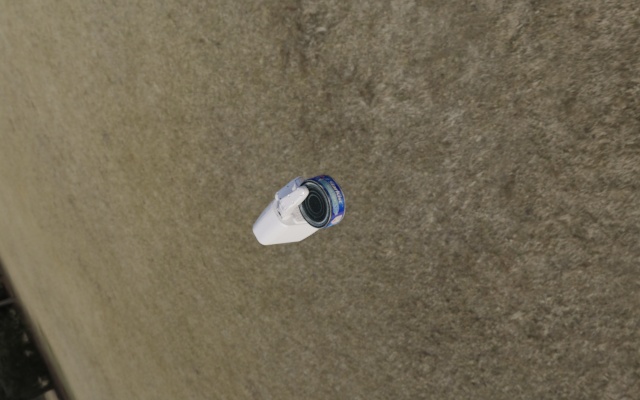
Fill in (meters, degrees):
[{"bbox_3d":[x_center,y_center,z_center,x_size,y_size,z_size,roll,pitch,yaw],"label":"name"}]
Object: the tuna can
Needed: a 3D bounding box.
[{"bbox_3d":[0.000,0.003,0.784,0.033,0.086,0.086,-19,13,-39],"label":"tuna can"}]
